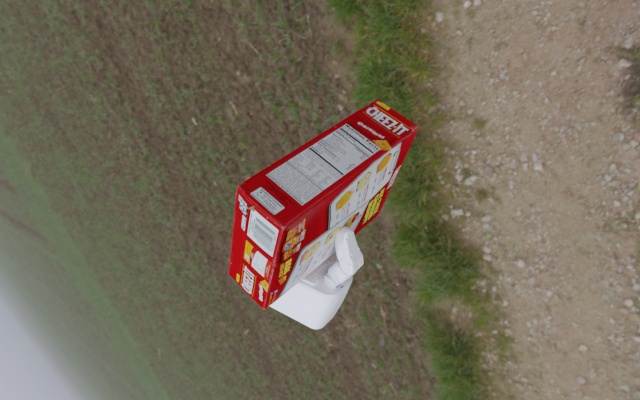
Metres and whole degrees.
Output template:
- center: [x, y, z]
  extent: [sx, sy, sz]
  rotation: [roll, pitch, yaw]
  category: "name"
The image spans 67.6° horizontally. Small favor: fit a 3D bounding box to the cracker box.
- center: [0.000, 0.002, 0.535]
  extent: [0.213, 0.072, 0.164]
  rotation: [-37, -22, -34]
  category: "cracker box"
